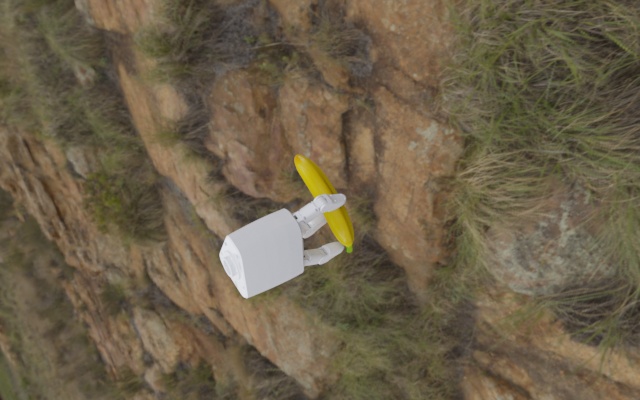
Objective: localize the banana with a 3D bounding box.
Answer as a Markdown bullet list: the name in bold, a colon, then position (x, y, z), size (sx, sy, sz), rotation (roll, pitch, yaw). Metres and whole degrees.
- **banana**: position (0.008, 0.001, 0.819), size (0.037, 0.198, 0.070), rotation (-25, -5, -24)
